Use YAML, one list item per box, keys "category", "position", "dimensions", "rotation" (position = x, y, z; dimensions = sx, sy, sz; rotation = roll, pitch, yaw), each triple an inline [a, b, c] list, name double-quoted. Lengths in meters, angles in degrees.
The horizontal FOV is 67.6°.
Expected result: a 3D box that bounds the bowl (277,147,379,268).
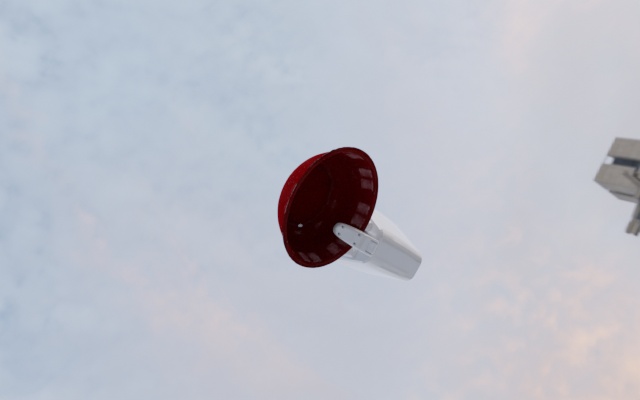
- category: "bowl"
  position: [-0.001, 0.001, 0.604]
  dimensions: [0.162, 0.162, 0.055]
  rotation: [0, 22, -46]
